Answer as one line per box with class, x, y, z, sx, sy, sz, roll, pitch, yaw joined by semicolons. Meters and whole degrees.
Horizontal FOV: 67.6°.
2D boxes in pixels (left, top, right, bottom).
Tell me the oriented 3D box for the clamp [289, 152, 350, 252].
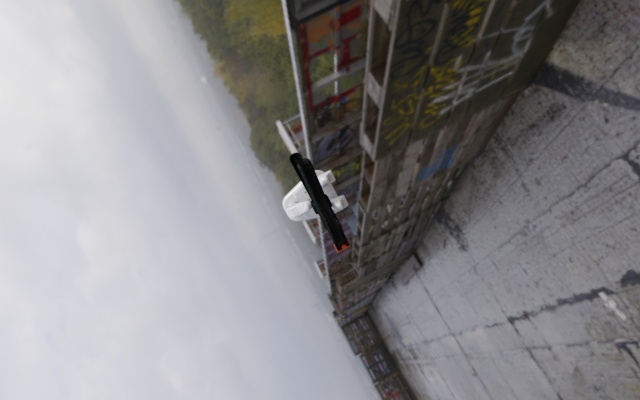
clamp;0.000;0.004;0.895;0.036;0.210;0.164;-28;6;-3
